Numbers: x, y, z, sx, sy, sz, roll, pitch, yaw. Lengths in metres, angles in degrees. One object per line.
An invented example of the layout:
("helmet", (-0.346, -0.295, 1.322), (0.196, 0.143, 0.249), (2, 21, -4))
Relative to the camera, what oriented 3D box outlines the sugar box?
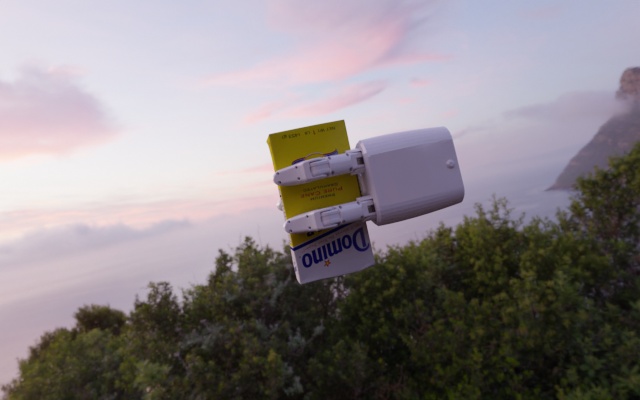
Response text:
("sugar box", (0.000, 0.002, 0.560), (0.093, 0.176, 0.048), (-13, -1, -8))
